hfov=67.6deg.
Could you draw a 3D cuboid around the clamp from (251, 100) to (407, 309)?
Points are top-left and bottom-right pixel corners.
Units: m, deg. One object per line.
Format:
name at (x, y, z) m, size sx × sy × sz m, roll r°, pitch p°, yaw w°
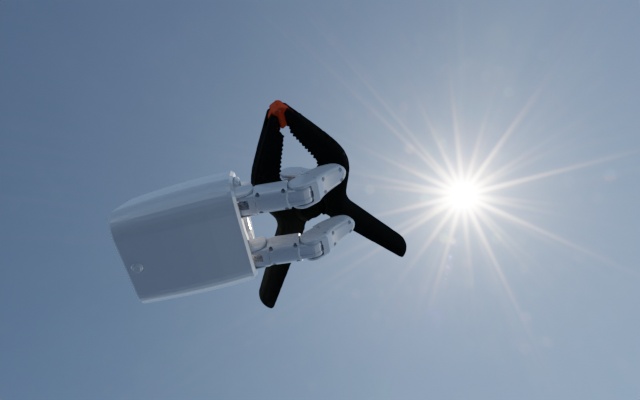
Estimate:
clamp at (0.000, 0.001, 0.468) m, size 0.164 × 0.210 × 0.036 m, roll -15°, pitch 28°, yaw -8°
